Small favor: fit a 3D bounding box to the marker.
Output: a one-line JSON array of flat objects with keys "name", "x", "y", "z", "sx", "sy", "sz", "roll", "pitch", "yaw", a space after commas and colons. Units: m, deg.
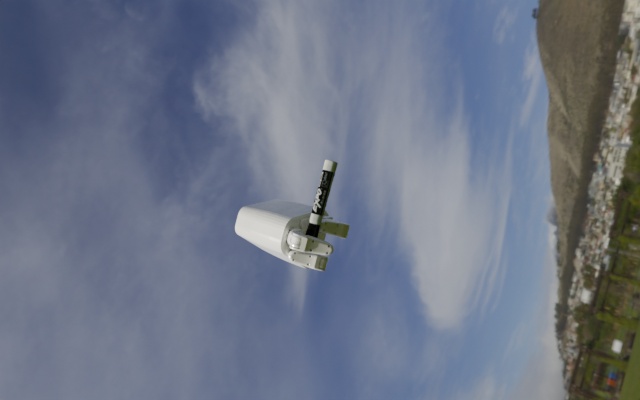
[{"name": "marker", "x": 0.000, "y": 0.002, "z": 0.680, "sx": 0.020, "sy": 0.121, "sz": 0.020, "roll": 15, "pitch": 0, "yaw": 0}]
